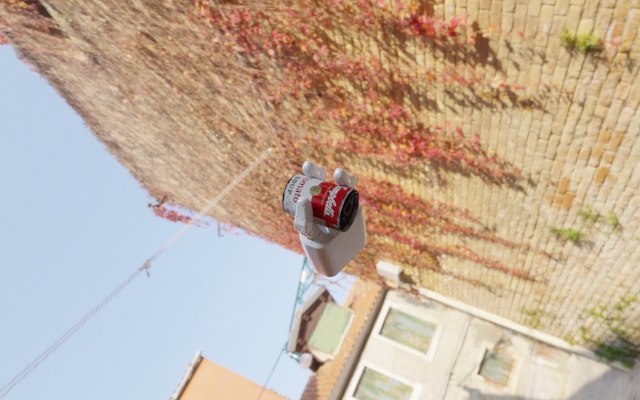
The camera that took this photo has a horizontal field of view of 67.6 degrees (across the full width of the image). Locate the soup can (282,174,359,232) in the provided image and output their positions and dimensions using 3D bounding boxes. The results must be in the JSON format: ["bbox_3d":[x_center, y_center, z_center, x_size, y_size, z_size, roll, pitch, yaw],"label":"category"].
[{"bbox_3d":[0.000,0.002,0.743,0.102,0.068,0.068,17,7,25],"label":"soup can"}]
